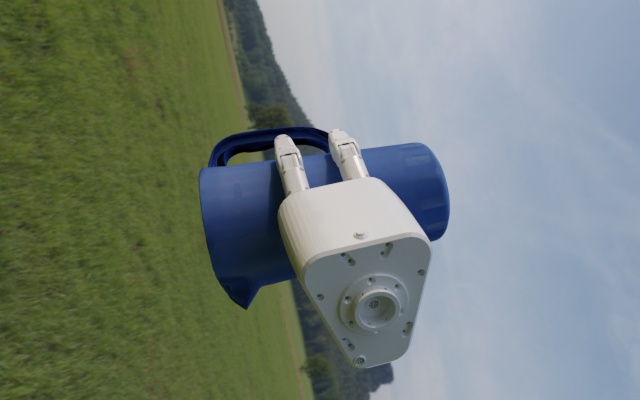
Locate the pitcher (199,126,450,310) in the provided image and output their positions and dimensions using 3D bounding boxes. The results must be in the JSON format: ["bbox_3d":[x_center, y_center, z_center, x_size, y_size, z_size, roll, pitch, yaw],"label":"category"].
[{"bbox_3d":[0.000,0.002,0.503,0.243,0.149,0.145,-11,22,-7],"label":"pitcher"}]
